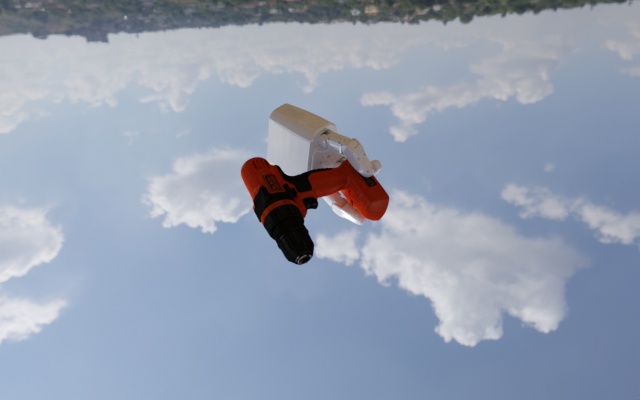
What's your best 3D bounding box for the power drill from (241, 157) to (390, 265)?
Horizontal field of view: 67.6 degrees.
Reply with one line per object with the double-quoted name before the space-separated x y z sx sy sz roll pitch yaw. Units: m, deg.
"power drill" 0.000 0.002 0.665 0.187 0.057 0.184 -7 48 -31
